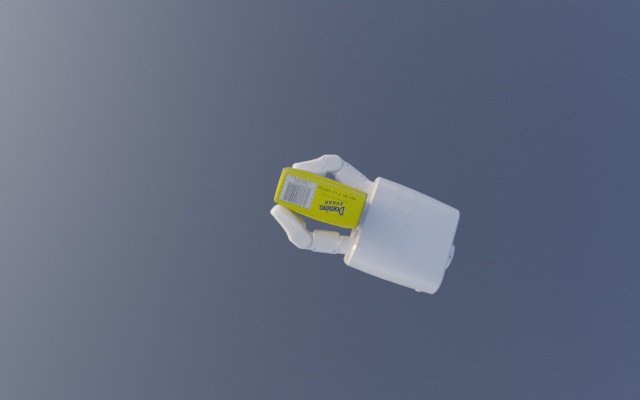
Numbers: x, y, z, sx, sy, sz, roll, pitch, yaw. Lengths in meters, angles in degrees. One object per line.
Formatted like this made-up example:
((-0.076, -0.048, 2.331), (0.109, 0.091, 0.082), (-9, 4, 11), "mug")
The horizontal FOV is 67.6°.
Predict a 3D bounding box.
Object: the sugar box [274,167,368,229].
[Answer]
((0.000, 0.002, 0.578), (0.093, 0.048, 0.176), (19, -5, 2), "sugar box")
